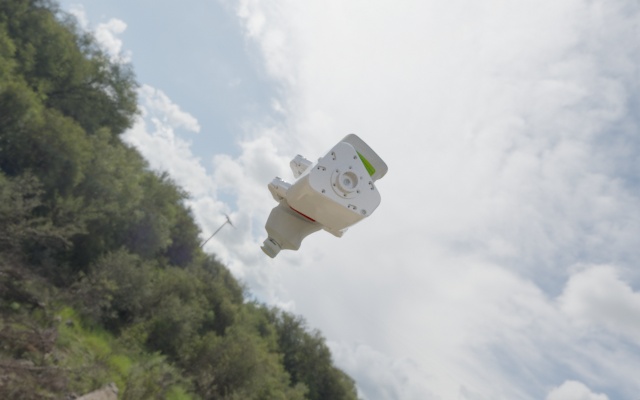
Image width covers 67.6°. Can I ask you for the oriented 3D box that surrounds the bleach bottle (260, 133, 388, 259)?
[{"bbox_3d":[0.000,0.003,0.802,0.250,0.102,0.068,-47,5,-21],"label":"bleach bottle"}]
